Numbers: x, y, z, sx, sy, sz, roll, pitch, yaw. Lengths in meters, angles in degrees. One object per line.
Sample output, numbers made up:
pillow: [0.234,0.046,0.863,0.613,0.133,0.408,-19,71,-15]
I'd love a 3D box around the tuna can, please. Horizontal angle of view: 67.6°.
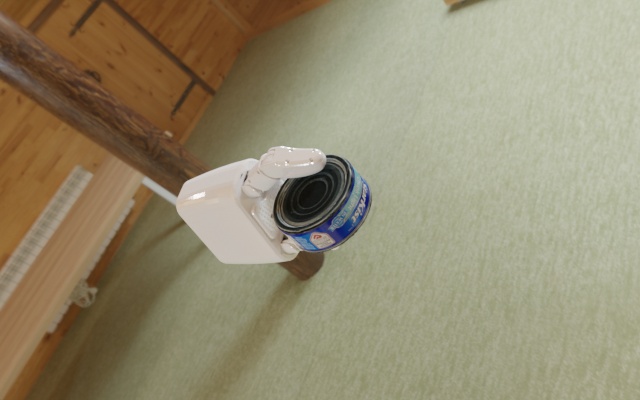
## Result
tuna can: [0.000,0.001,0.422,0.086,0.086,0.034,0,-34,42]
